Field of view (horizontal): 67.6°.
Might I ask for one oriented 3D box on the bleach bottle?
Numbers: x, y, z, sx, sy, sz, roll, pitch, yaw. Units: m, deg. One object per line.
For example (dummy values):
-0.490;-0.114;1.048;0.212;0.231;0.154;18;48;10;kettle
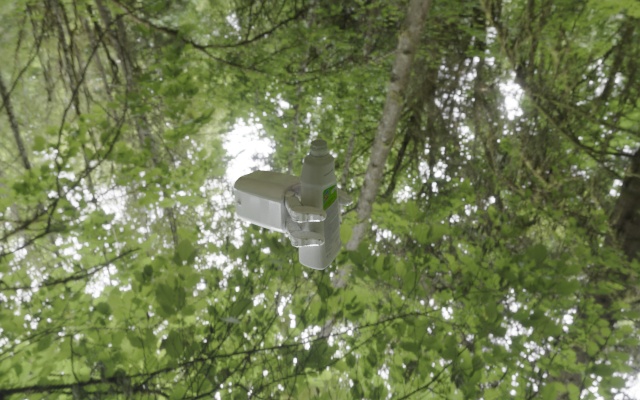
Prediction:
0.000;0.003;0.884;0.068;0.251;0.102;14;36;20;bleach bottle
